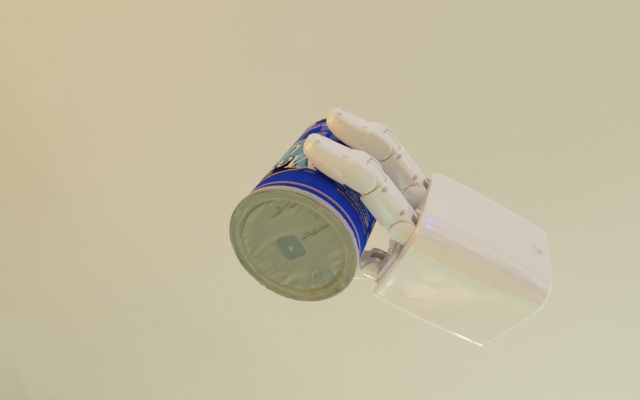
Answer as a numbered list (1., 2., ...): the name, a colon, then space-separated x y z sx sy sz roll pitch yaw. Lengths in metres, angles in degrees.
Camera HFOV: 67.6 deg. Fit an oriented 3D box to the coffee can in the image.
1. coffee can: 0.000 0.001 0.410 0.103 0.103 0.140 0 31 22
